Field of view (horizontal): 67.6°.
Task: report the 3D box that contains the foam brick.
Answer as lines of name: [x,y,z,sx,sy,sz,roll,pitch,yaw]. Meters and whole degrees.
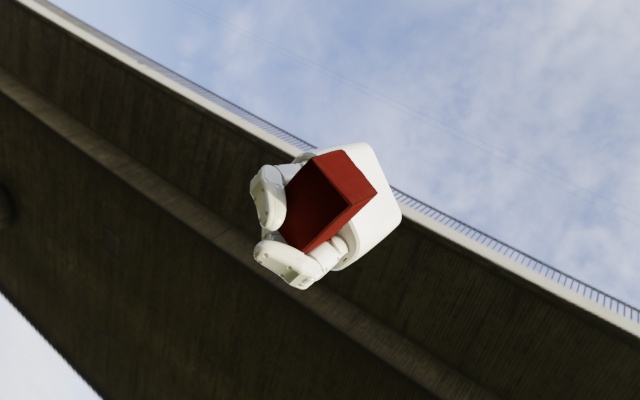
foam brick: [0.000,0.001,0.414,0.078,0.053,0.051,-46,-14,35]
